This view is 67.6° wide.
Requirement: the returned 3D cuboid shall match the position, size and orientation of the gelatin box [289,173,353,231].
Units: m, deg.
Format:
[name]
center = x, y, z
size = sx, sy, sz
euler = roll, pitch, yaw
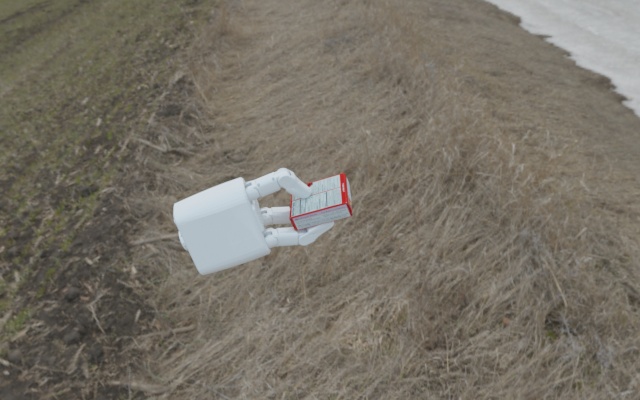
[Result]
[gelatin box]
center = 0.000, 0.002, 0.702
size = 0.089, 0.030, 0.073
euler = -16, 37, 12
